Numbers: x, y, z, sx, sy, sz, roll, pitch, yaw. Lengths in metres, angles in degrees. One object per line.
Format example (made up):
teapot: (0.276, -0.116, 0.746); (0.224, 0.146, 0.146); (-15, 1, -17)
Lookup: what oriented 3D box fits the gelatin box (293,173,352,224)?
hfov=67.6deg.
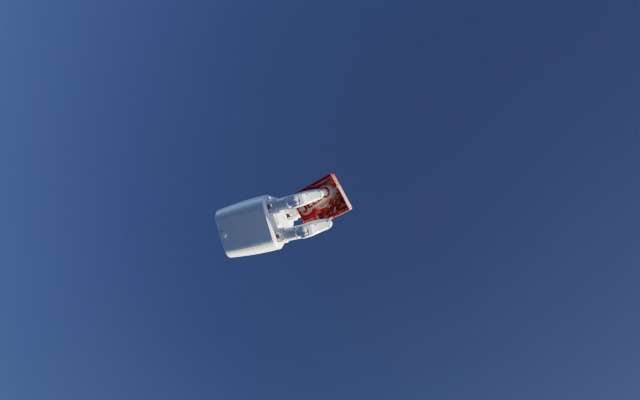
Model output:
gelatin box: (0.001, 0.003, 0.855); (0.089, 0.073, 0.030); (-28, 0, 15)
